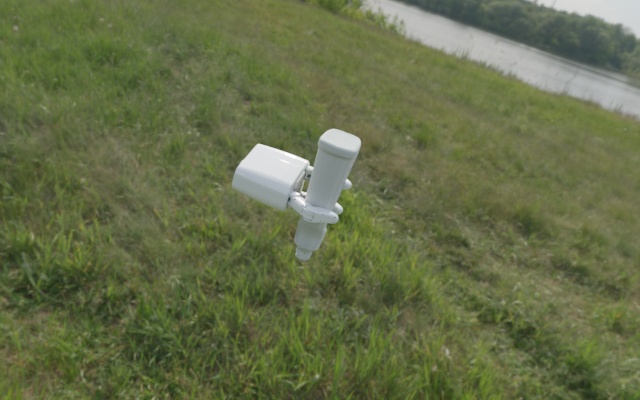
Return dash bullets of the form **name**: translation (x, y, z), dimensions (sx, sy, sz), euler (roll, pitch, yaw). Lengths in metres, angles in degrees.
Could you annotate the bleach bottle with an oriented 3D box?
- **bleach bottle**: translation (0.000, 0.003, 0.860), dimensions (0.068, 0.251, 0.102), euler (21, 25, 5)
